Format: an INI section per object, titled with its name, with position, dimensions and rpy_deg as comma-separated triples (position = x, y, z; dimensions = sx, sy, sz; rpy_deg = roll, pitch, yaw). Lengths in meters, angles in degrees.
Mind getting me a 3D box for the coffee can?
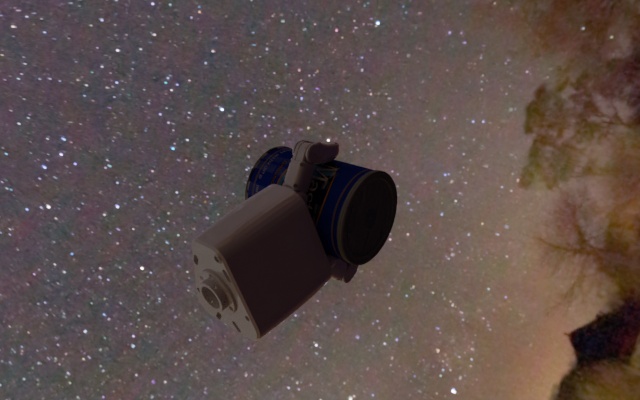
[coffee can]
position = 0.000, 0.002, 0.540
dimensions = 0.140, 0.103, 0.103
rpy_deg = 18, 11, 36
